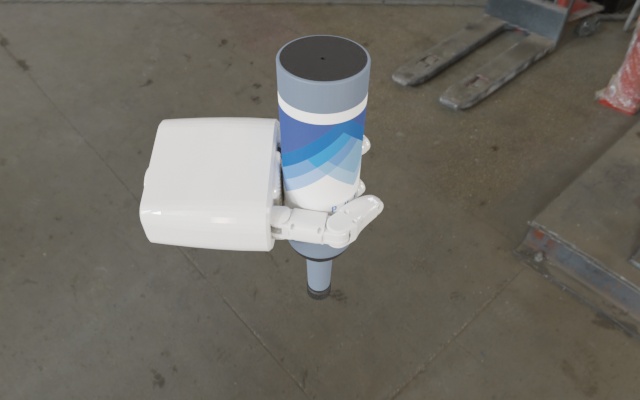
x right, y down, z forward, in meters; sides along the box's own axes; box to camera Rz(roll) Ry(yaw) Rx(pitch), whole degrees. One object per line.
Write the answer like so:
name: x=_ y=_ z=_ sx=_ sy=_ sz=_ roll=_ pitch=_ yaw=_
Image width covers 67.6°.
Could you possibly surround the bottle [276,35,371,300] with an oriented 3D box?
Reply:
bottle: x=0.000 y=0.001 z=0.440 sx=0.069 sy=0.069 sz=0.296 roll=0 pitch=-44 yaw=-1
